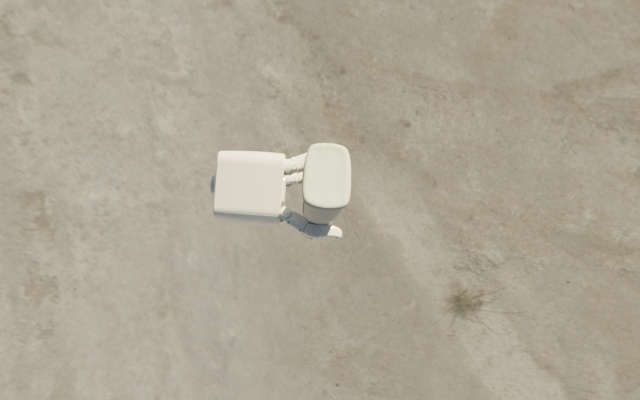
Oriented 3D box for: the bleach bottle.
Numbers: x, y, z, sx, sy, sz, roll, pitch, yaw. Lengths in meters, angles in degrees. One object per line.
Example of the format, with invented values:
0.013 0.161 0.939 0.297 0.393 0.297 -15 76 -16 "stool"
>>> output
0.000 0.002 0.773 0.068 0.102 0.251 4 -19 -3 "bleach bottle"
